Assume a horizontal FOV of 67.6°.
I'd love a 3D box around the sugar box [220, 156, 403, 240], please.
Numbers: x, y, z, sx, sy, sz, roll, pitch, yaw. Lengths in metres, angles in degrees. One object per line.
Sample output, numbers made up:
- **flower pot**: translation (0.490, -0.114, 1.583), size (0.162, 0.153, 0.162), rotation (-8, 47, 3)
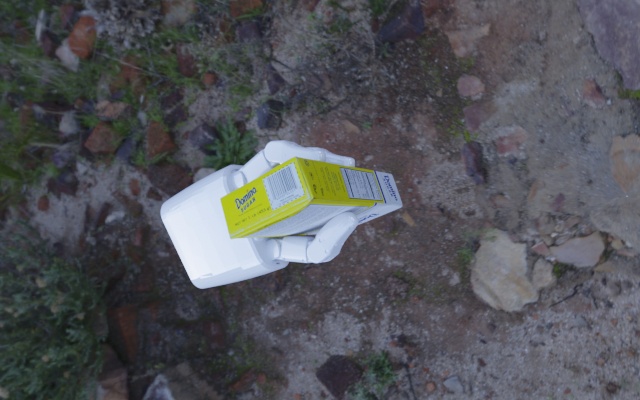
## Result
- **sugar box**: translation (0.000, 0.001, 0.465), size (0.093, 0.048, 0.176), rotation (-25, -13, 30)
